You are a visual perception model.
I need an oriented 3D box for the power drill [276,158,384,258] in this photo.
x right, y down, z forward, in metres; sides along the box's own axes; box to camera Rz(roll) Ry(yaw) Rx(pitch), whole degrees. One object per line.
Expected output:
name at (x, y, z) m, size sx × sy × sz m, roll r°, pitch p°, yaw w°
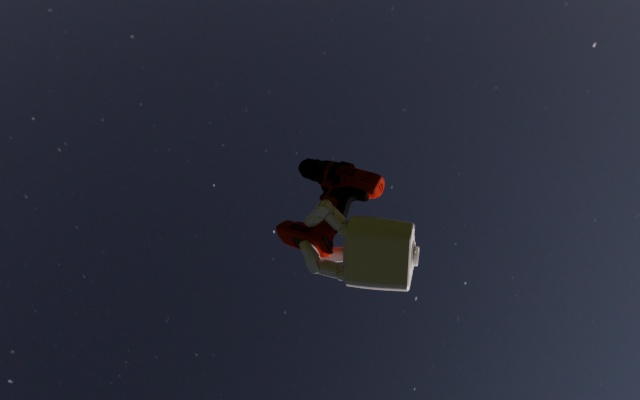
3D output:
power drill at (0.000, 0.003, 0.873) m, size 0.184 × 0.187 × 0.057 m, roll 16°, pitch -31°, yaw 33°
